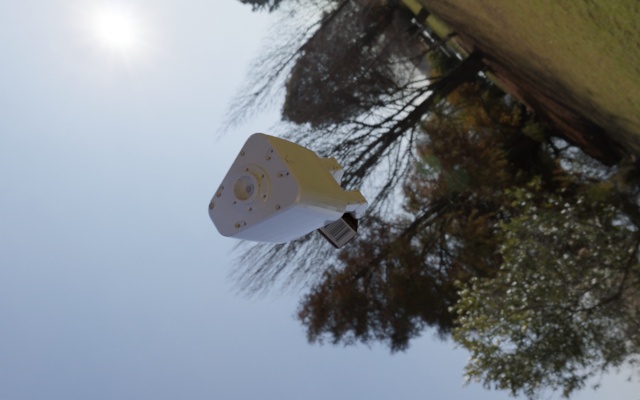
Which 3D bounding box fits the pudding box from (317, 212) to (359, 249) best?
[{"bbox_3d":[0.000,0.002,0.627,0.039,0.113,0.090,-41,6,14],"label":"pudding box"}]
